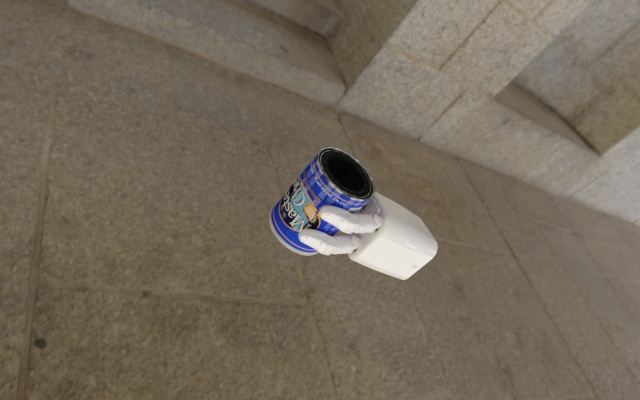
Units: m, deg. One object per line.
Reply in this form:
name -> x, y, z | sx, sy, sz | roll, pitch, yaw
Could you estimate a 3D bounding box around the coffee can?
coffee can -> 0.000, 0.002, 0.725 | 0.103, 0.102, 0.140 | 0, -38, -44
